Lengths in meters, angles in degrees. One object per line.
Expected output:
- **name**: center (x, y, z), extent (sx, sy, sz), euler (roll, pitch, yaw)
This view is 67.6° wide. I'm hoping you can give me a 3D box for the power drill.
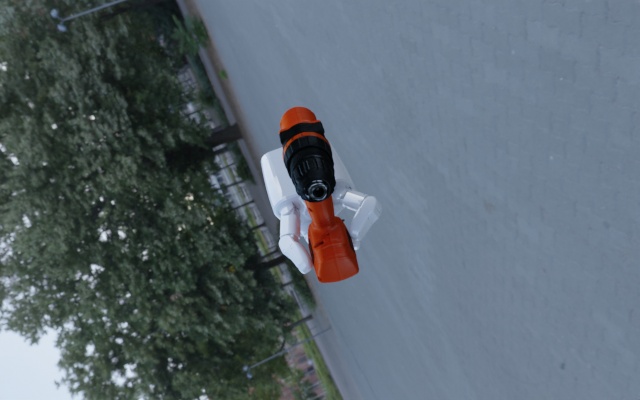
- **power drill**: center (0.000, 0.002, 0.551), extent (0.057, 0.188, 0.184), euler (-13, 32, 0)
